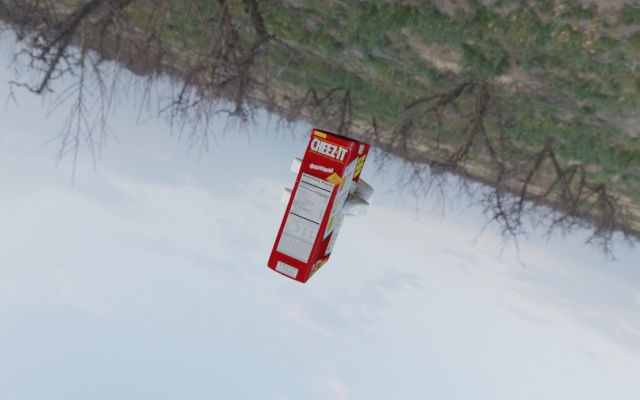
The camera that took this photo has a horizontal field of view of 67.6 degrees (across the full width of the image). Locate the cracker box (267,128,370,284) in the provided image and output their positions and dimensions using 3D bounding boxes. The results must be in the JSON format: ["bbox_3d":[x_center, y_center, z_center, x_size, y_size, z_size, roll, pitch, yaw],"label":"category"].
[{"bbox_3d":[0.000,0.003,0.737,0.072,0.214,0.164,21,9,11],"label":"cracker box"}]
